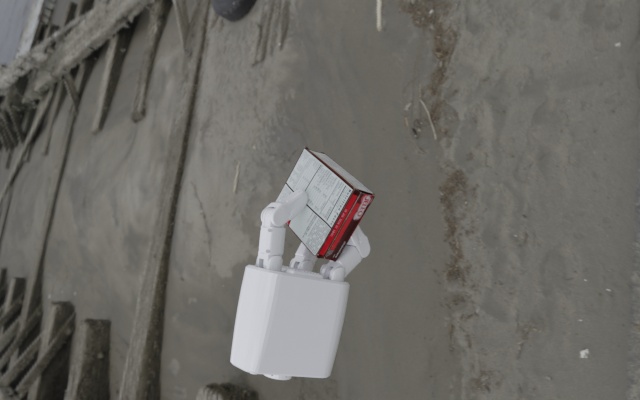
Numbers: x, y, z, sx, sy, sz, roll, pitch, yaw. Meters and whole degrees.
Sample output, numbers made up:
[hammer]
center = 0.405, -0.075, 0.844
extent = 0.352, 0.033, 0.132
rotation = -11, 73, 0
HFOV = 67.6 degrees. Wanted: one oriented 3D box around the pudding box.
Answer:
[pudding box]
center = 0.000, 0.002, 0.550
extent = 0.039, 0.090, 0.113
rotation = 17, 19, -43
